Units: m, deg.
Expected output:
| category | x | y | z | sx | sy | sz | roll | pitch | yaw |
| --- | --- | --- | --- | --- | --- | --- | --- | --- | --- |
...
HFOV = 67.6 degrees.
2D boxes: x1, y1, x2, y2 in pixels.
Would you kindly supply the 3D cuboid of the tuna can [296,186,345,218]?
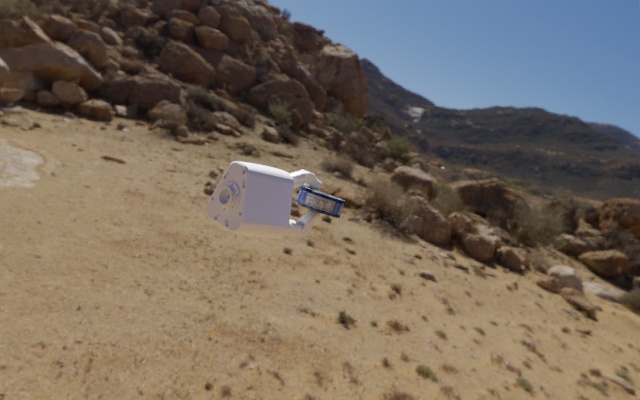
| category | x | y | z | sx | sy | sz | roll | pitch | yaw |
| --- | --- | --- | --- | --- | --- | --- | --- | --- | --- |
| tuna can | 0.000 | 0.002 | 0.868 | 0.086 | 0.034 | 0.086 | 19 | 3 | -1 |
